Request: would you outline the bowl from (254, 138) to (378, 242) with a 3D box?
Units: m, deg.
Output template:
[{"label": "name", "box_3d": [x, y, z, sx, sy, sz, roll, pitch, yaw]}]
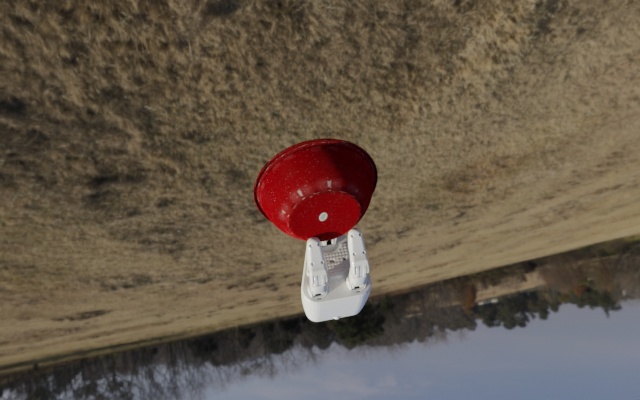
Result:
[{"label": "bowl", "box_3d": [0.000, 0.001, 0.594, 0.162, 0.055, 0.162, -8, -43, -8]}]
